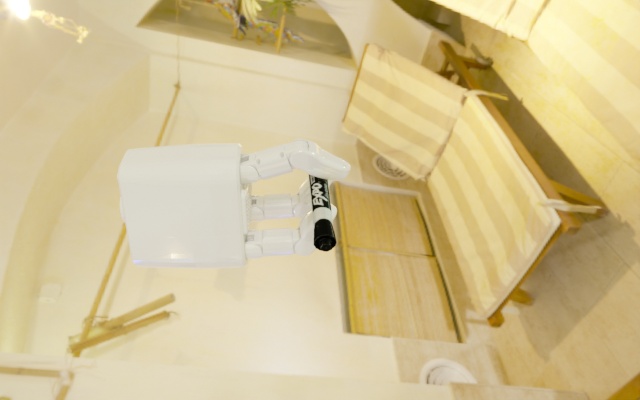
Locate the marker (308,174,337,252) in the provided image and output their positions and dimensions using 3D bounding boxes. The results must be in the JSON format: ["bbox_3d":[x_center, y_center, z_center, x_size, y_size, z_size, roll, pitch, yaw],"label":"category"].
[{"bbox_3d":[0.000,0.001,0.429,0.020,0.020,0.121,0,38,-5],"label":"marker"}]
